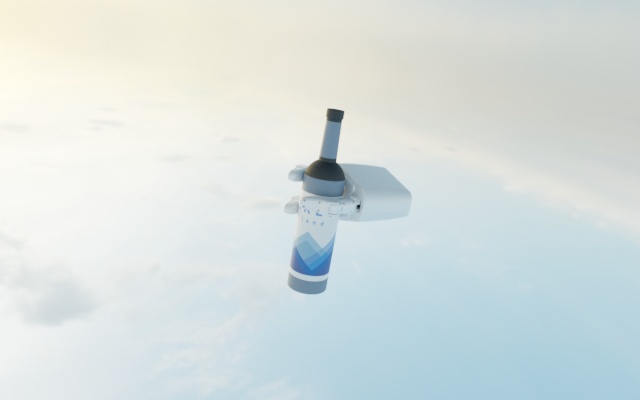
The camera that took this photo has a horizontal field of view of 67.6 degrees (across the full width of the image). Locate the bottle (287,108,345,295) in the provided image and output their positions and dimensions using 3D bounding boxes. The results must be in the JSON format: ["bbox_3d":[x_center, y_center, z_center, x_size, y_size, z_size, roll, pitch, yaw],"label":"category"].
[{"bbox_3d":[0.000,0.003,0.761,0.069,0.296,0.069,9,16,-2],"label":"bottle"}]
